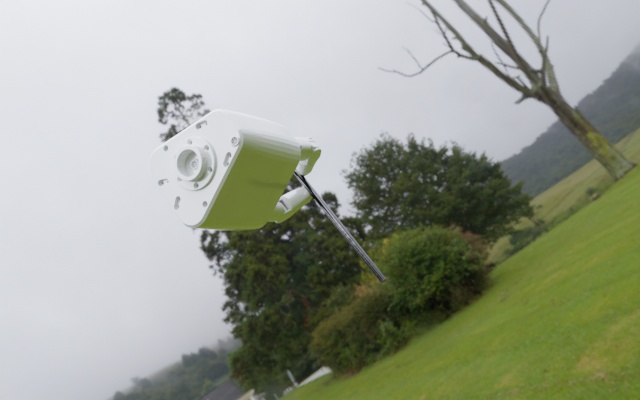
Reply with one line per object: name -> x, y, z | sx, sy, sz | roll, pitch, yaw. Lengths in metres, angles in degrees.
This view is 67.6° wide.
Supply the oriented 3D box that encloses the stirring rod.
stirring rod -> 0.000, 0.002, 0.578 | 0.011, 0.239, 0.011 | -34, -18, -13
